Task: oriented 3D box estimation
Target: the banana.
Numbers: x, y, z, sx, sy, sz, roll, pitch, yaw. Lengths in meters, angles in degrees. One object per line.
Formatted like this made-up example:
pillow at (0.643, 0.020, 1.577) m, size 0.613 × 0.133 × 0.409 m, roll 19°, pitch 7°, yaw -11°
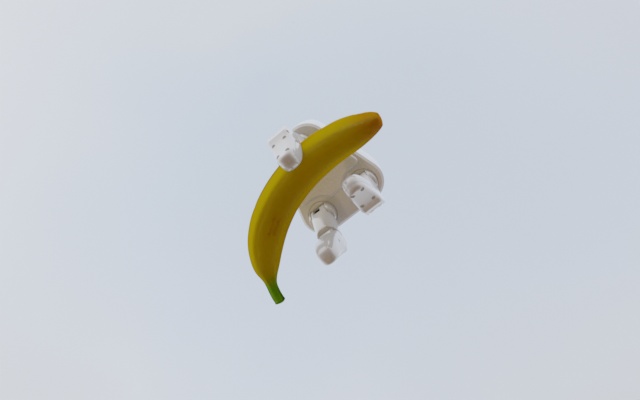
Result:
banana at (-0.018, -0.005, 0.442) m, size 0.069 × 0.198 × 0.037 m, roll 29°, pitch 10°, yaw 4°
